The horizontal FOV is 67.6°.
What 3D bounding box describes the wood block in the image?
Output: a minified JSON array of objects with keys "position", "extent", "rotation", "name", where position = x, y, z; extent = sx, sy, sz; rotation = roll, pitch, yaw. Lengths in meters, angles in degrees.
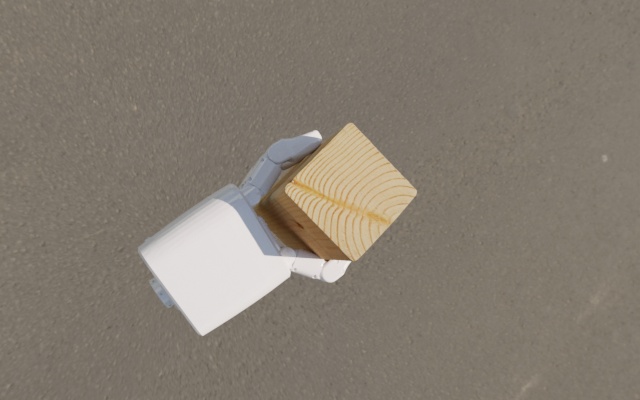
[{"position":[0.000,0.002,0.509],"extent":[0.090,0.091,0.206],"rotation":[-46,8,-15],"name":"wood block"}]
